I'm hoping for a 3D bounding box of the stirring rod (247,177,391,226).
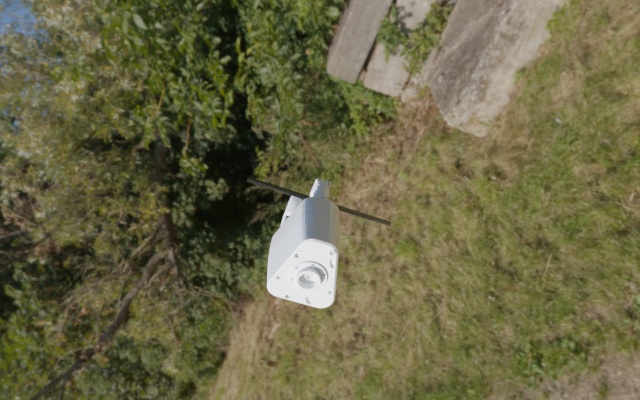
[{"bbox_3d":[0.000,0.003,0.759,0.239,0.011,0.011,17,-3,-9],"label":"stirring rod"}]
